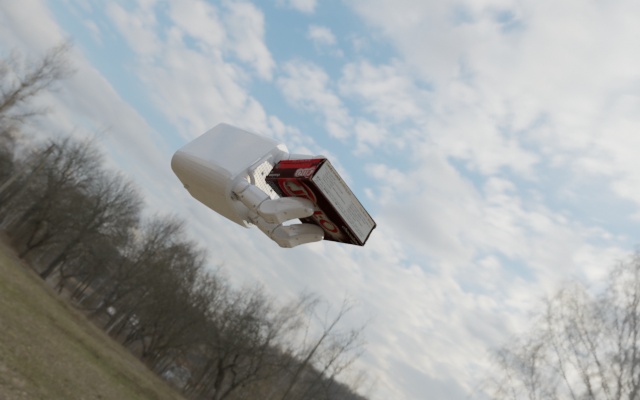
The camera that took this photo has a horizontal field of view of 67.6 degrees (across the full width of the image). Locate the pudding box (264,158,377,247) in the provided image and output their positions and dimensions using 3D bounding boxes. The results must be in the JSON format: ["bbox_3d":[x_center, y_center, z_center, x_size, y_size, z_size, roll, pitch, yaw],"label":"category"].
[{"bbox_3d":[0.000,0.002,0.557,0.090,0.039,0.113,5,-37,52],"label":"pudding box"}]
